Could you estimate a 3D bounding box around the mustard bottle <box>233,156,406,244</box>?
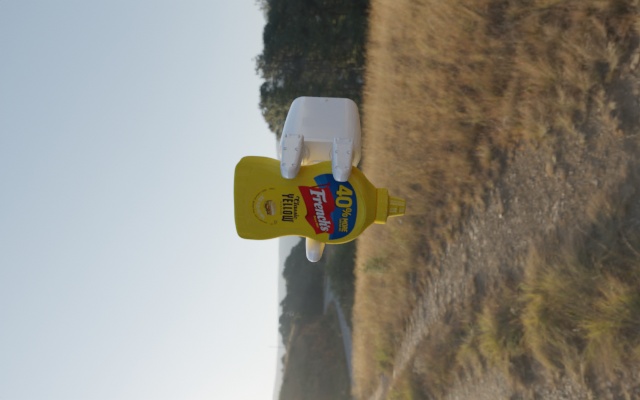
[{"bbox_3d":[0.000,0.002,0.545,0.191,0.096,0.058,3,20,3],"label":"mustard bottle"}]
